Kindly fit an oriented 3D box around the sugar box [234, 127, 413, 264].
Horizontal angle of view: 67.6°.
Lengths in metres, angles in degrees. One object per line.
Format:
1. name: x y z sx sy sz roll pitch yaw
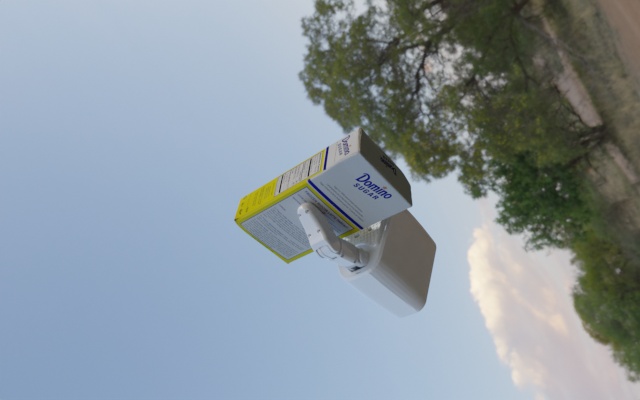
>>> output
1. sugar box: 0.000 0.001 0.517 0.176 0.048 0.093 -29 -54 29
